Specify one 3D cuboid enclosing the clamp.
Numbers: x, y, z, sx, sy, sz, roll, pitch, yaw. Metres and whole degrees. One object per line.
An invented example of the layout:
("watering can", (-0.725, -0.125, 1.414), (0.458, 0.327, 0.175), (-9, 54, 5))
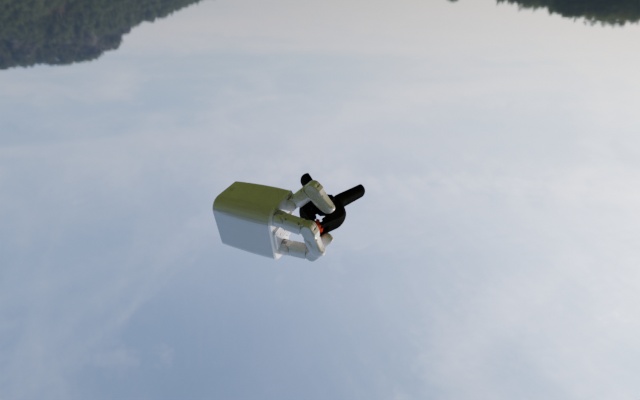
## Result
("clamp", (0.000, 0.003, 0.827), (0.120, 0.039, 0.171), (12, 30, 16))
